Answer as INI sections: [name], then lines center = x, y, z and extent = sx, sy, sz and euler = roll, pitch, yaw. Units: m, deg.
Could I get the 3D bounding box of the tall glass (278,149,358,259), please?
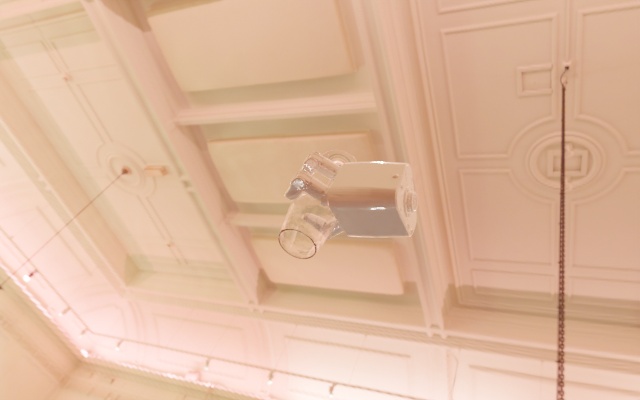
[tall glass]
center = 0.000, 0.002, 0.774
extent = 0.079, 0.079, 0.201
euler = 0, 39, 27
